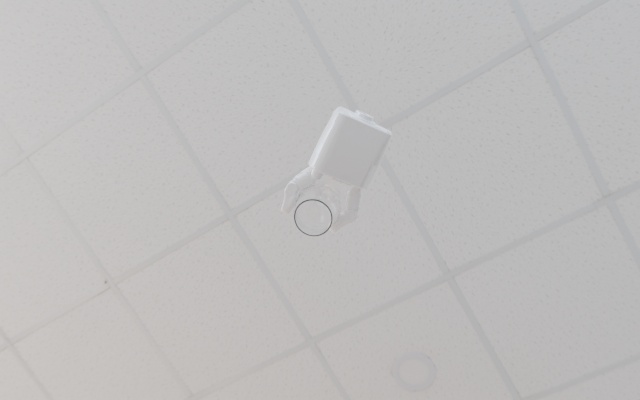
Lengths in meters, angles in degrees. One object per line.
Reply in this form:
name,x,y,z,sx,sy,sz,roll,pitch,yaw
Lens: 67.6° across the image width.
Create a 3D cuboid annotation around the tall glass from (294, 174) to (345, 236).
tall glass,0.000,0.003,0.850,0.079,0.079,0.201,0,15,7
